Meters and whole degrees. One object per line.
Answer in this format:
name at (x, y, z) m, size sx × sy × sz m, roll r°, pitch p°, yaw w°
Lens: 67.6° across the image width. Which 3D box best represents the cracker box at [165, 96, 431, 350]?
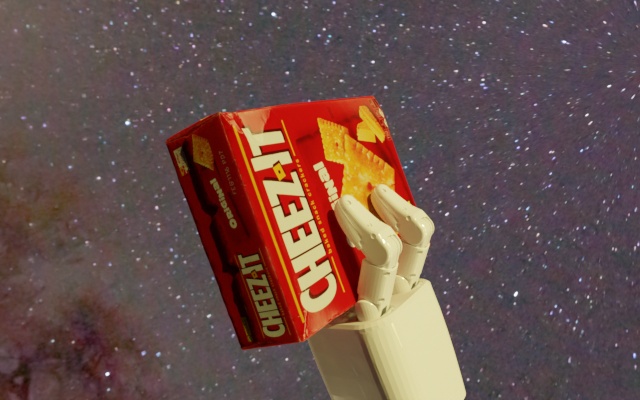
cracker box at (0.000, 0.001, 0.407) m, size 0.072 × 0.164 × 0.213 m, roll -19°, pitch 1°, yaw 37°
